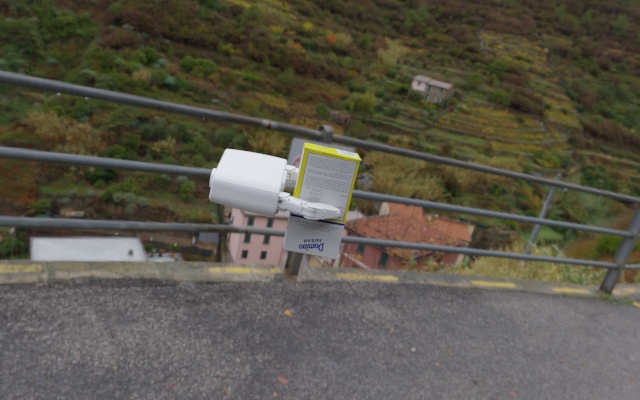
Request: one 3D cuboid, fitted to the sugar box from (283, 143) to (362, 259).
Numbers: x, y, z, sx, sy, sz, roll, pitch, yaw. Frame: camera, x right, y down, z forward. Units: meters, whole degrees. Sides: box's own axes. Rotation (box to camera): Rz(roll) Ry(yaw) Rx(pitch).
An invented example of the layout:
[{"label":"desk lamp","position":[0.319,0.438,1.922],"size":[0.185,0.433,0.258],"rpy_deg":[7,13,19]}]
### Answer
[{"label":"sugar box","position":[0.000,0.002,0.782],"size":[0.093,0.176,0.048],"rpy_deg":[12,18,-7]}]
